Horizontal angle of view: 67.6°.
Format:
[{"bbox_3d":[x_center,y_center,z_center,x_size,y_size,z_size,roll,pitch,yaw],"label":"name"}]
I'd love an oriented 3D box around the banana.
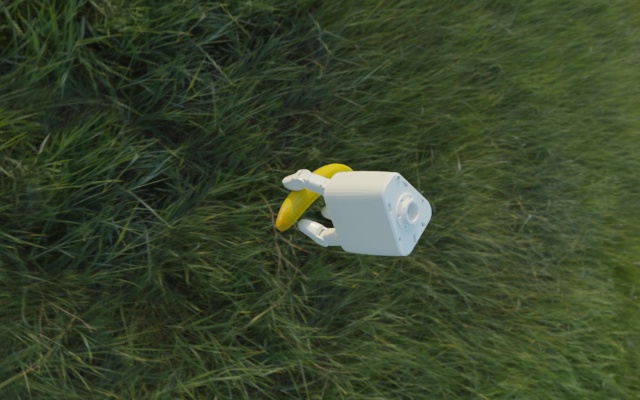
[{"bbox_3d":[-0.001,-0.016,0.771,0.037,0.070,0.197,6,24,43],"label":"banana"}]
